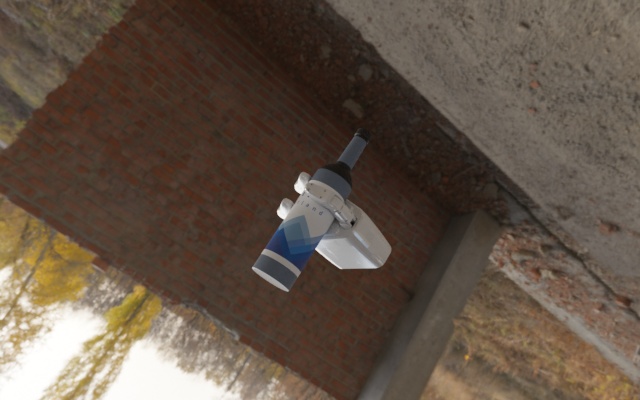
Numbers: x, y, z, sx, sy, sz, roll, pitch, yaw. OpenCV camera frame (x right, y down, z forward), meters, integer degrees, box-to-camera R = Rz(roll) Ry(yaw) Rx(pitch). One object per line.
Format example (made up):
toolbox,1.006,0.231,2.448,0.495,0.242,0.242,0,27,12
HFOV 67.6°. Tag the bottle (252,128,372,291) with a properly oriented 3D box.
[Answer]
bottle,0.000,0.003,0.768,0.069,0.295,0.069,29,-18,11
